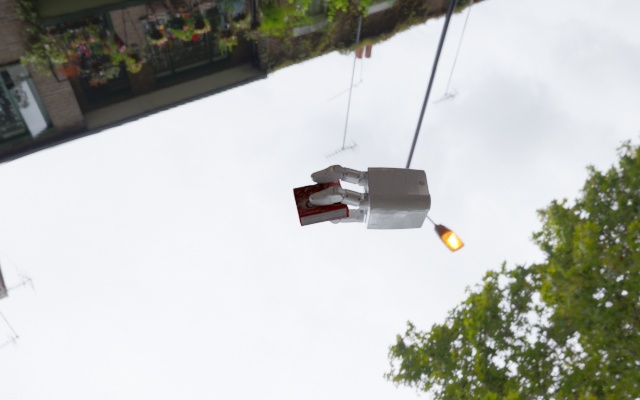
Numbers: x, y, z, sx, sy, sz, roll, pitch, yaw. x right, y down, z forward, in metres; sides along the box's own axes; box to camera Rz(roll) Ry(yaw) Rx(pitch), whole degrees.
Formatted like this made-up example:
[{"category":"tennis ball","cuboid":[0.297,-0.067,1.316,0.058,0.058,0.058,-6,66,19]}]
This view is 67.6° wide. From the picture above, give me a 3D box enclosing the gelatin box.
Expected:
[{"category":"gelatin box","cuboid":[0.000,0.003,0.849,0.089,0.073,0.030,-12,-42,-4]}]
